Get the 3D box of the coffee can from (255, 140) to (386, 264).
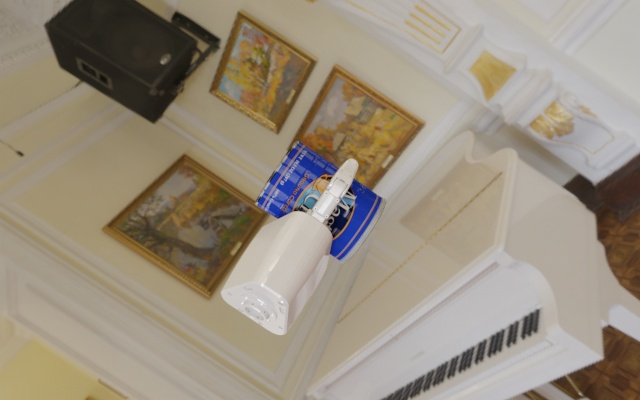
[{"bbox_3d":[0.000,0.002,0.629,0.140,0.103,0.103,34,-2,-2],"label":"coffee can"}]
